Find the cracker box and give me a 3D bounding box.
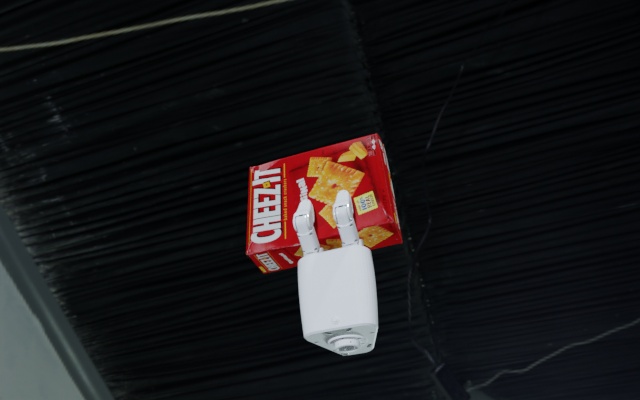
[{"bbox_3d":[0.000,0.002,0.707,0.214,0.164,0.072,-13,-37,13],"label":"cracker box"}]
